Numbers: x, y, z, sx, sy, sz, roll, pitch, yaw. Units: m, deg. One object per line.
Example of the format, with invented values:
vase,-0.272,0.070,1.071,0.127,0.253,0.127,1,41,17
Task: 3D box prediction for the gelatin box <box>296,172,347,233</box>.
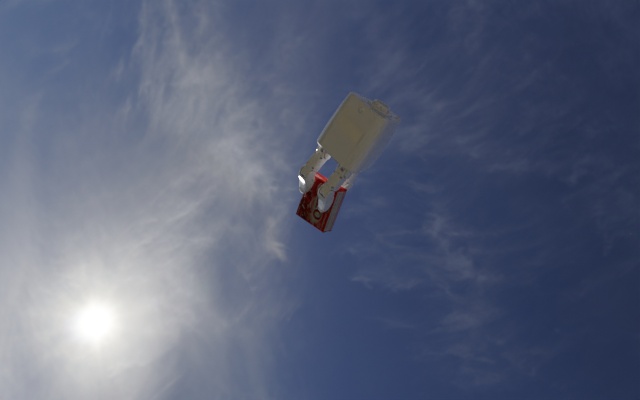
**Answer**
gelatin box,0.000,0.003,0.880,0.073,0.089,0.030,32,23,32
